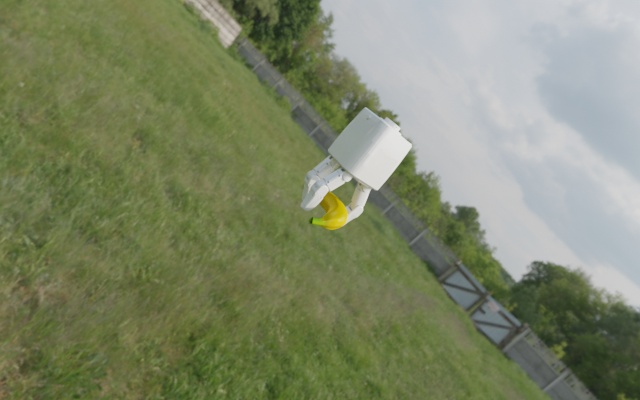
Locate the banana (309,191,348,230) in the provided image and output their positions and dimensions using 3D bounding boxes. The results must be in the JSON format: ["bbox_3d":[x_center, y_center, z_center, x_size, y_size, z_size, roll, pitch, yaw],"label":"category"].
[{"bbox_3d":[0.016,0.013,0.881,0.069,0.037,0.197,30,13,-9],"label":"banana"}]
